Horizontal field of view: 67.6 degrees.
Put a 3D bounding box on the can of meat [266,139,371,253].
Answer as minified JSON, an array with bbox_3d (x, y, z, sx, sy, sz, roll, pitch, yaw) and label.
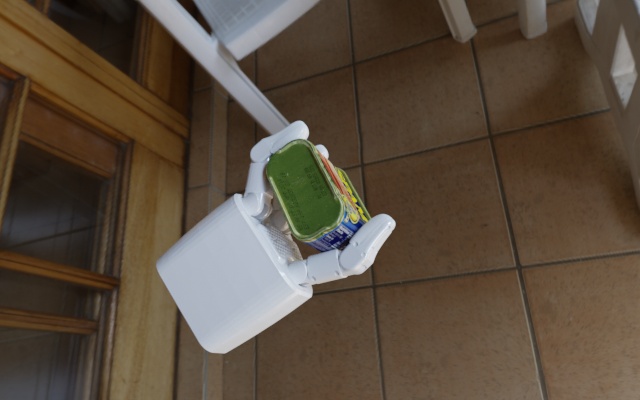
[{"bbox_3d":[0.000,0.001,0.446,0.057,0.102,0.084,-33,-29,11],"label":"can of meat"}]
